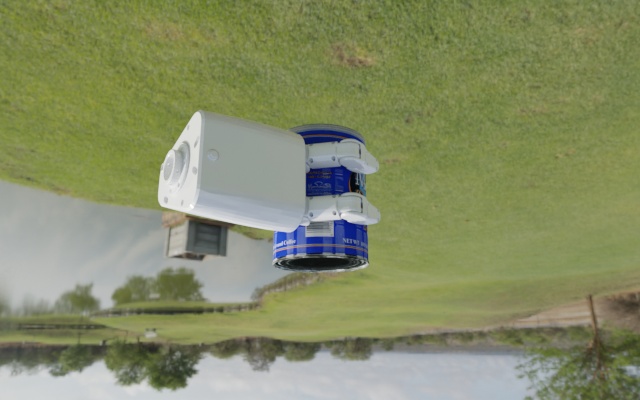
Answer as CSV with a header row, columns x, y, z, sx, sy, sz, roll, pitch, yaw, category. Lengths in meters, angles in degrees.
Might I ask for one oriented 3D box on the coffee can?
x,y,z,sx,sy,sz,roll,pitch,yaw,category
0.000,0.002,0.522,0.103,0.140,0.103,0,-17,0,coffee can
